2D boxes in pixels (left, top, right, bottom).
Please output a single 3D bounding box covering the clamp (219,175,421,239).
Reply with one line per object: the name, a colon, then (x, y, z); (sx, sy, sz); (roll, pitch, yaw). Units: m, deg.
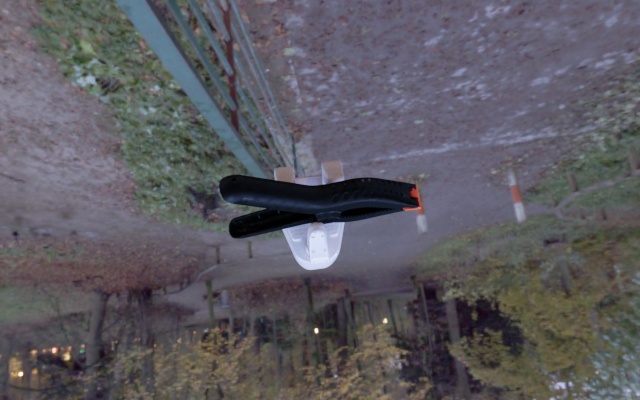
clamp: (0.001, 0.002, 0.480); (0.210, 0.036, 0.164); (-6, -15, -2)
